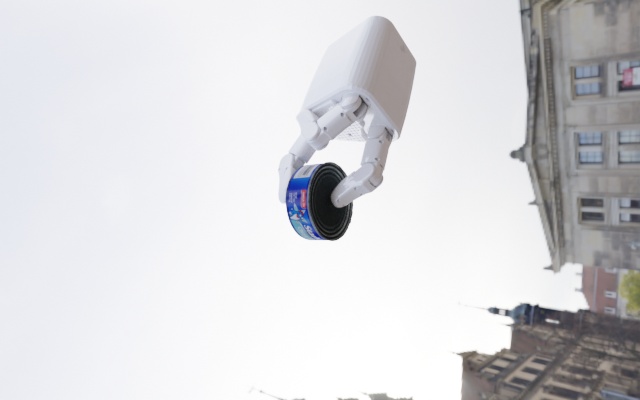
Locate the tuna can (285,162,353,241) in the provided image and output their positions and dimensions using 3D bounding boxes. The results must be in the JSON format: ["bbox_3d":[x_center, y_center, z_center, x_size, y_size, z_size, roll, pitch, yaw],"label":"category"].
[{"bbox_3d":[0.000,0.002,0.524,0.034,0.086,0.086,-3,-2,35],"label":"tuna can"}]
